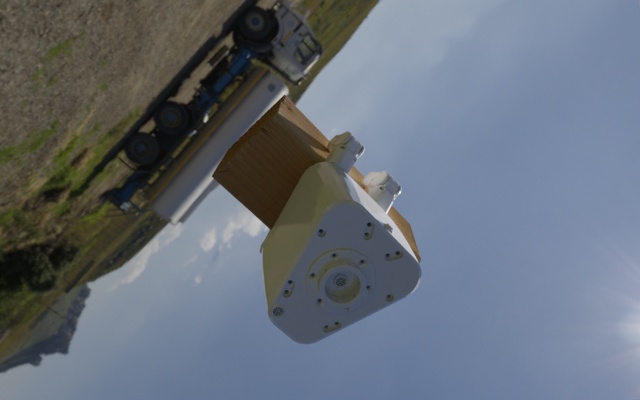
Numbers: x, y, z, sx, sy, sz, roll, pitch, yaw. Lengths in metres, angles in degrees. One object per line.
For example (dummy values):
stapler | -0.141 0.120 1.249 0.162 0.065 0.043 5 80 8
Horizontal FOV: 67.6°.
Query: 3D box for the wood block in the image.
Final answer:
wood block | 0.000 0.002 0.502 0.091 0.206 0.090 -40 18 17
